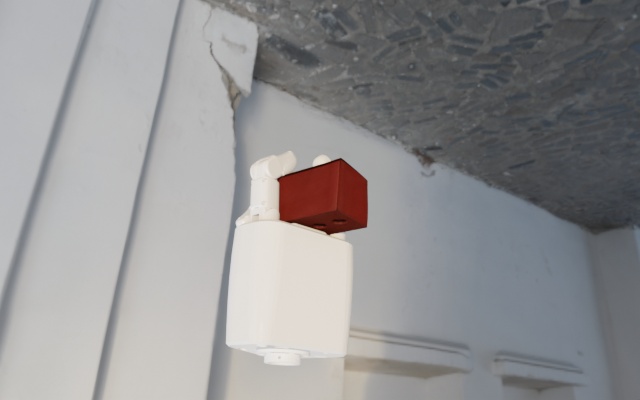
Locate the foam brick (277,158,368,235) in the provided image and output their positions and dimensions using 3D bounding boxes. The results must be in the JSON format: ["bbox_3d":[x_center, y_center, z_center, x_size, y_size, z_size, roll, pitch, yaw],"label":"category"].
[{"bbox_3d":[0.000,0.001,0.452,0.078,0.051,0.053,-14,-29,33],"label":"foam brick"}]
